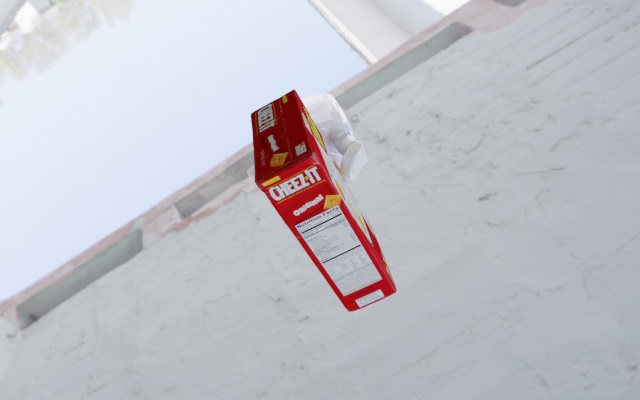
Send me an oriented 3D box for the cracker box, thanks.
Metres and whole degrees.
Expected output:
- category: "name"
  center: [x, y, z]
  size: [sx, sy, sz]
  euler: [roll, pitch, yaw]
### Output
- category: "cracker box"
  center: [0.000, 0.002, 0.557]
  size: [0.072, 0.214, 0.164]
  euler: [-27, 34, 8]
